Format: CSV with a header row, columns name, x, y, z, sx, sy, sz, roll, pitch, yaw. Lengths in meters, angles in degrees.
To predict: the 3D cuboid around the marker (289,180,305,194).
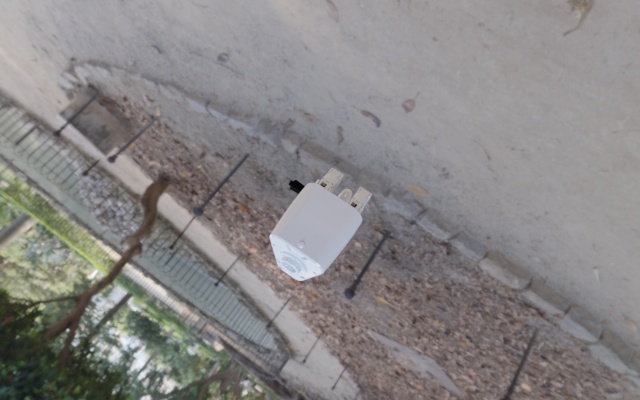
name,x,y,z,sx,sy,sz,roll,pitch,yaw
marker,0.000,0.002,0.775,0.121,0.020,0.020,33,5,8
